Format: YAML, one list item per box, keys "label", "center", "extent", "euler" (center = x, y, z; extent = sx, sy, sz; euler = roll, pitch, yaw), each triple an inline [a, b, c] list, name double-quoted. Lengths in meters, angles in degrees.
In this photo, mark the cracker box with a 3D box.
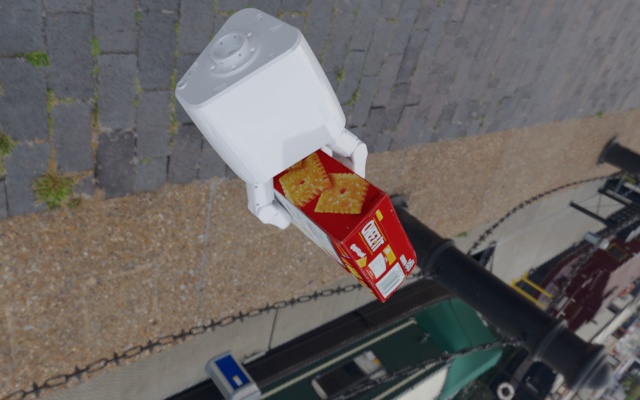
- label: "cracker box"
  center: [0.000, 0.002, 0.545]
  extent: [0.213, 0.072, 0.164]
  euler: [39, -10, 36]
